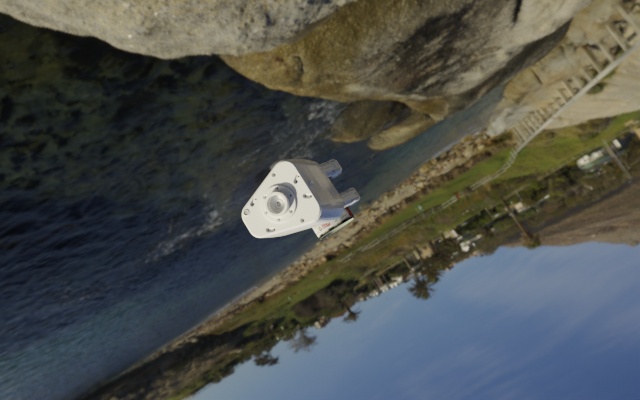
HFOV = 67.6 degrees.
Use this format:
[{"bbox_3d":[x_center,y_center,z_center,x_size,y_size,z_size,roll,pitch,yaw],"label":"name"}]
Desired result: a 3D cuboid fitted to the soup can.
[{"bbox_3d":[0.000,0.003,0.769,0.068,0.102,0.068,-32,-8,-5],"label":"soup can"}]
